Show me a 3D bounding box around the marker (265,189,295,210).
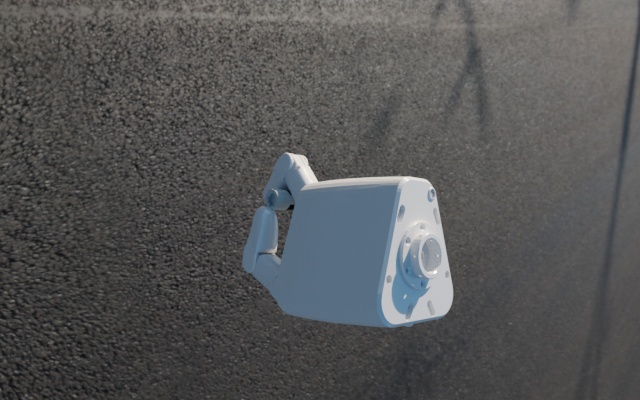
[{"bbox_3d":[0.000,0.002,0.465,0.121,0.020,0.020,3,-2,-43],"label":"marker"}]
